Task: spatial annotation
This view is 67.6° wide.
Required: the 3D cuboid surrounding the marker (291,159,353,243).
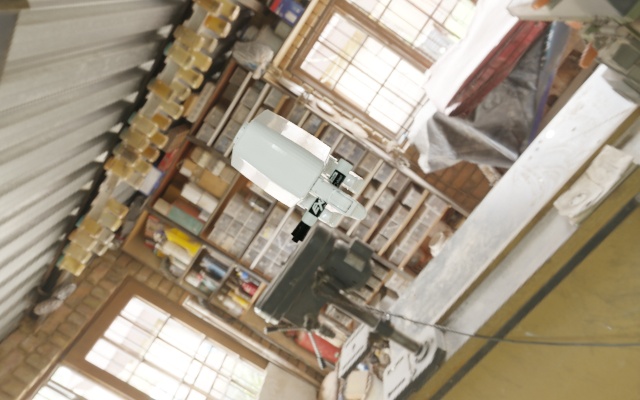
[{"bbox_3d":[0.000,0.002,0.604,0.020,0.121,0.020,34,3,-2],"label":"marker"}]
